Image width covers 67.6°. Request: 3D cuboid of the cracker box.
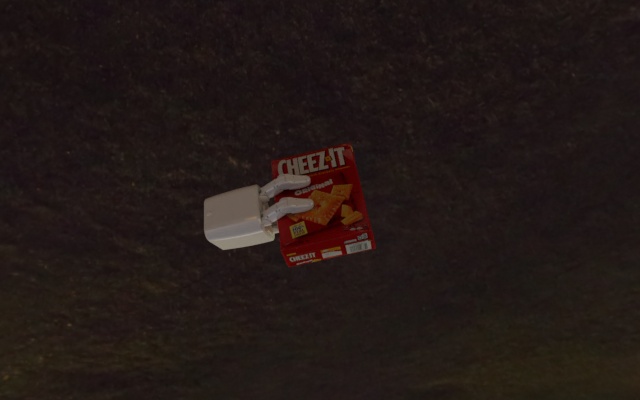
[{"bbox_3d":[0.000,0.003,0.895,0.164,0.213,0.072,-12,-36,3],"label":"cracker box"}]
